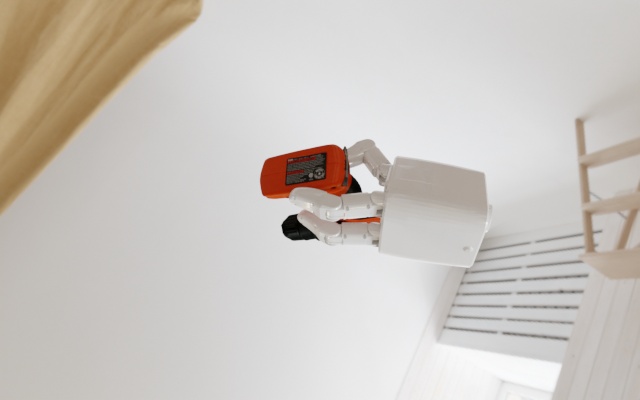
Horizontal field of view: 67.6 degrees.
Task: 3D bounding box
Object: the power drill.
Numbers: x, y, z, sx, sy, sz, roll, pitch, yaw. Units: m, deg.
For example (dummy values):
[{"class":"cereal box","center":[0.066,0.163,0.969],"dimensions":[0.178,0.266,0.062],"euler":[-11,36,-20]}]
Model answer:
[{"class":"power drill","center":[0.000,0.002,0.619],"dimensions":[0.184,0.057,0.188],"euler":[-11,-26,22]}]
